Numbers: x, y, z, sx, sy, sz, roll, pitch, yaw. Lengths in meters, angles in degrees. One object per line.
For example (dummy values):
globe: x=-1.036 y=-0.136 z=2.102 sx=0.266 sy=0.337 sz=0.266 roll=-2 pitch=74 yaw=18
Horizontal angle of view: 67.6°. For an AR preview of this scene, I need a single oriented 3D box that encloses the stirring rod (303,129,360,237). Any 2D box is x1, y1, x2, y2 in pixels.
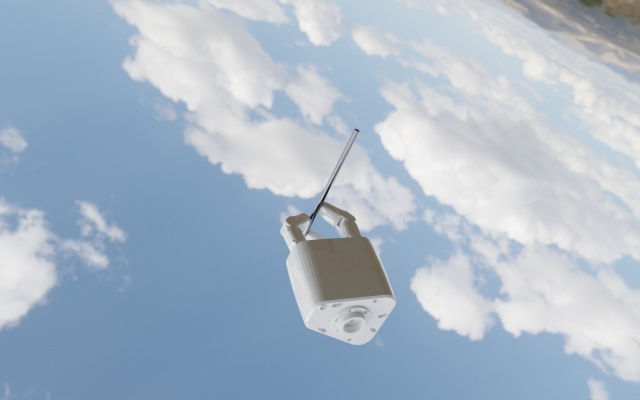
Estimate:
stirring rod: x=0.000 y=0.002 z=0.682 sx=0.011 sy=0.240 sz=0.011 roll=20 pitch=29 yaw=-12
